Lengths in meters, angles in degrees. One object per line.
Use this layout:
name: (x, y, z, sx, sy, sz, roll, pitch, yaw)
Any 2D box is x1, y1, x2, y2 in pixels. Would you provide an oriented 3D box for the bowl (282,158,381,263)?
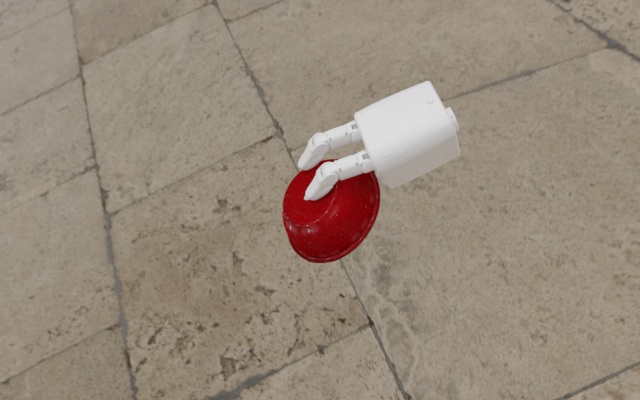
bowl: (-0.001, 0.003, 0.661, 0.162, 0.162, 0.055, 0, -23, 40)
